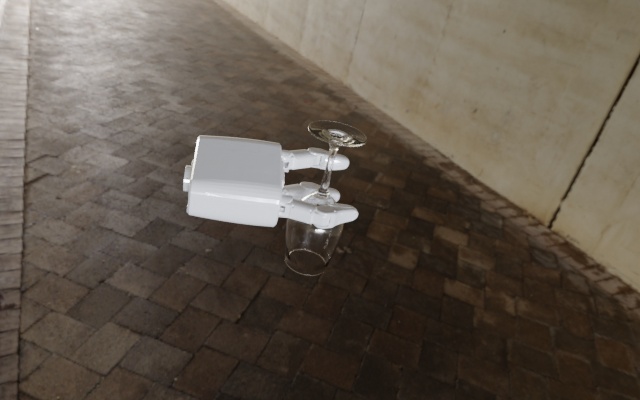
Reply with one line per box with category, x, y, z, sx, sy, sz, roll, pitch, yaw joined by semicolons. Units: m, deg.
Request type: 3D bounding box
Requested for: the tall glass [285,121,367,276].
tall glass;0.000;0.002;0.630;0.079;0.201;0.079;10;28;-6
